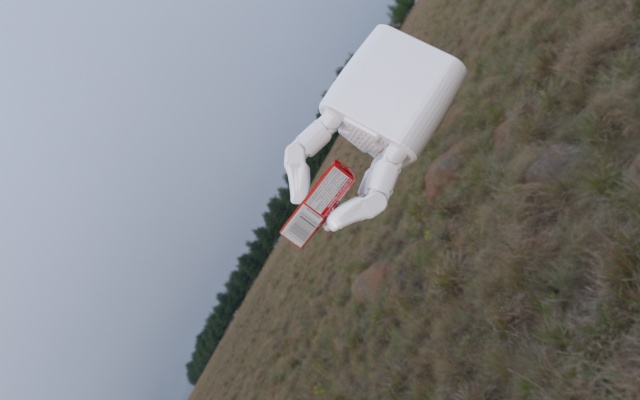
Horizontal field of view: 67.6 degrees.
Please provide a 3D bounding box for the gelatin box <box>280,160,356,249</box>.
[{"bbox_3d":[-0.001,0.002,0.486,0.030,0.089,0.073,38,7,-1],"label":"gelatin box"}]
